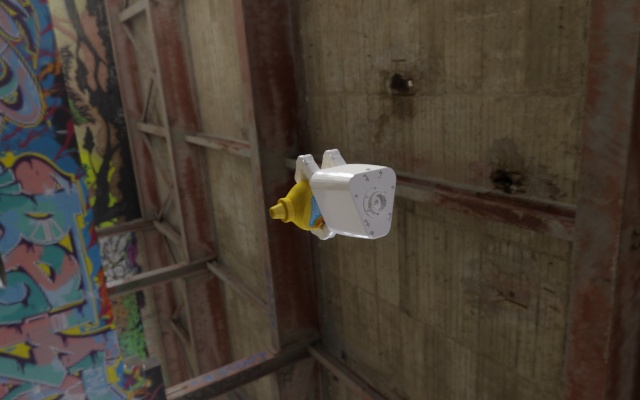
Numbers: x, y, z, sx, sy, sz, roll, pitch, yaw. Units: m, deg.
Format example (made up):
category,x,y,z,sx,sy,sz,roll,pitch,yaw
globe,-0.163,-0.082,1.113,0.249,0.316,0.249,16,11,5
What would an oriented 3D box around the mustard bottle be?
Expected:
category,x,y,z,sx,sy,sz,roll,pitch,yaw
mustard bottle,0.000,0.003,0.838,0.191,0.096,0.058,-13,36,-31
